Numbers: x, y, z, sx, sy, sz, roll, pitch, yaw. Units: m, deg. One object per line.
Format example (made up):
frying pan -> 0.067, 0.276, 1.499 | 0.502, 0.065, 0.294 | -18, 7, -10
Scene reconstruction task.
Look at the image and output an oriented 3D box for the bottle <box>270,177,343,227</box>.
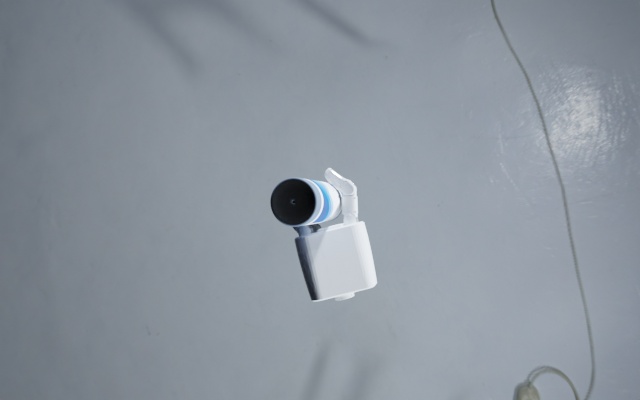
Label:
bottle -> 0.000, 0.002, 0.782 | 0.069, 0.069, 0.296 | 0, 0, 14
